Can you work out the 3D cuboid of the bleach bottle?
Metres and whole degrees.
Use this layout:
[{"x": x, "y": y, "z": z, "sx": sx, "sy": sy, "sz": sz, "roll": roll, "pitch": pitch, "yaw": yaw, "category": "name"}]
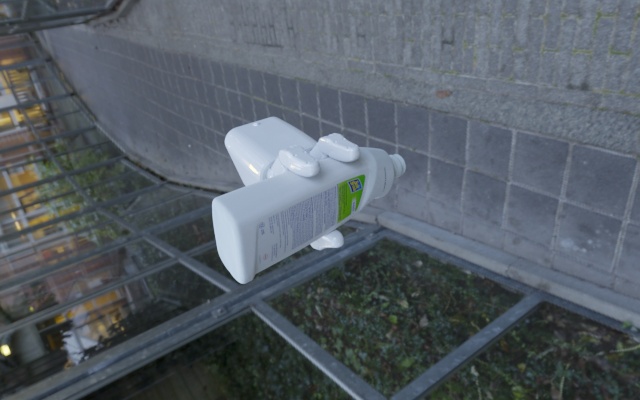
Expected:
[{"x": 0.000, "y": 0.002, "z": 0.571, "sx": 0.251, "sy": 0.103, "sz": 0.068, "roll": -23, "pitch": 45, "yaw": -28, "category": "bleach bottle"}]
